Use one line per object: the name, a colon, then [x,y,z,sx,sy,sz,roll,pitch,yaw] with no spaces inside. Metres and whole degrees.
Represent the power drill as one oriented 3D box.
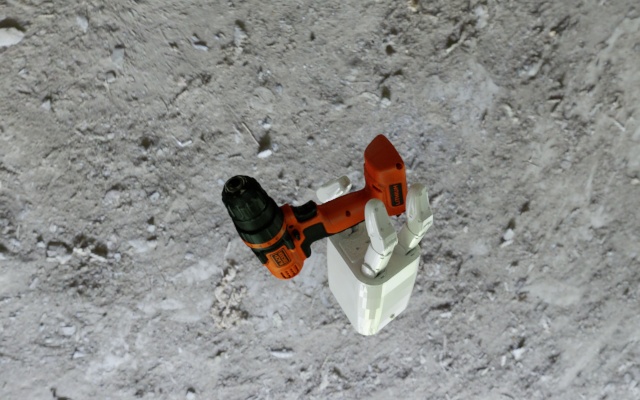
power drill: [0.001,0.002,0.521,0.187,0.057,0.184,-26,-33,-3]
